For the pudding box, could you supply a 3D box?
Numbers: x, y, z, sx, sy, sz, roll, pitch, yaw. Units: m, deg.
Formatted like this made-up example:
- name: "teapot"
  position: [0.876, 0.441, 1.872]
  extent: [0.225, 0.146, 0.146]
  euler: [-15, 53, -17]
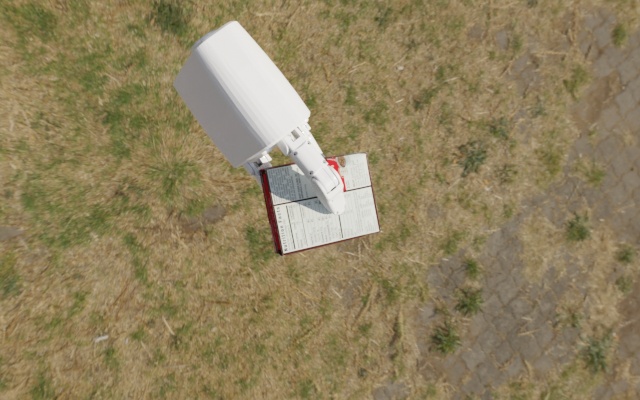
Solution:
- name: "pudding box"
  position: [0.000, 0.002, 0.494]
  extent: [0.113, 0.090, 0.039]
  euler: [-11, 4, -15]
